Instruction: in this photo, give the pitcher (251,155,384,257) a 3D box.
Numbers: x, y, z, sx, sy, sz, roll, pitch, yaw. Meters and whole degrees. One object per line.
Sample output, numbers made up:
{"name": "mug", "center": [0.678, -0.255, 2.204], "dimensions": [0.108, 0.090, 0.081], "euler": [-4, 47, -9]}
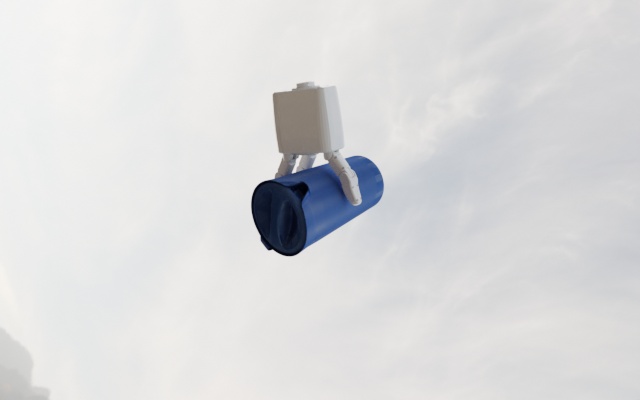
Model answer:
{"name": "pitcher", "center": [0.000, 0.003, 0.866], "dimensions": [0.149, 0.145, 0.243], "euler": [6, 21, 42]}
